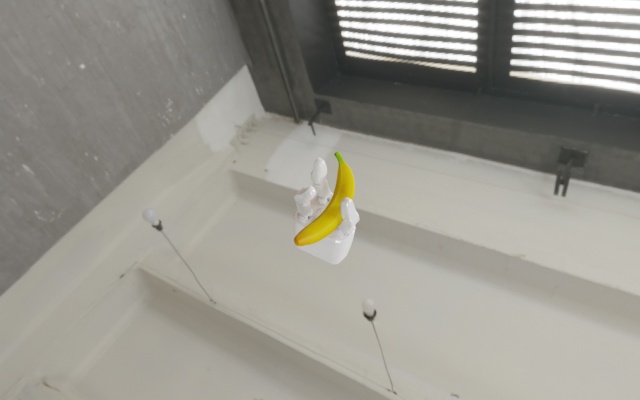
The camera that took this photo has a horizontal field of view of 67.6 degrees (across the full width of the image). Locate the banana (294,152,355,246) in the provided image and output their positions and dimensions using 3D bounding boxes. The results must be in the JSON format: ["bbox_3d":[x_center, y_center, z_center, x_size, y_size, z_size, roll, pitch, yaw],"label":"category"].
[{"bbox_3d":[0.018,0.009,0.846,0.069,0.197,0.037,29,-28,-8],"label":"banana"}]
